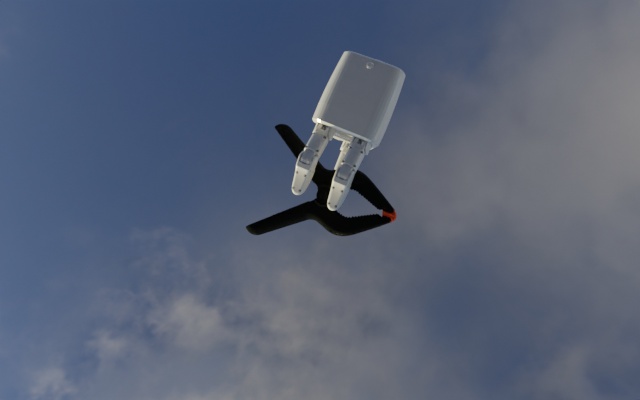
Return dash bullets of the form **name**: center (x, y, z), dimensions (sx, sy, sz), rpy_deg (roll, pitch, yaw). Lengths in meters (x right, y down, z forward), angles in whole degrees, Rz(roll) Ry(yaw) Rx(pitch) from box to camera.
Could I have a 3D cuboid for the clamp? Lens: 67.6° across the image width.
- **clamp**: center (0.001, 0.002, 0.671), dimensions (0.210, 0.164, 0.036), rpy_deg (24, 4, 13)
